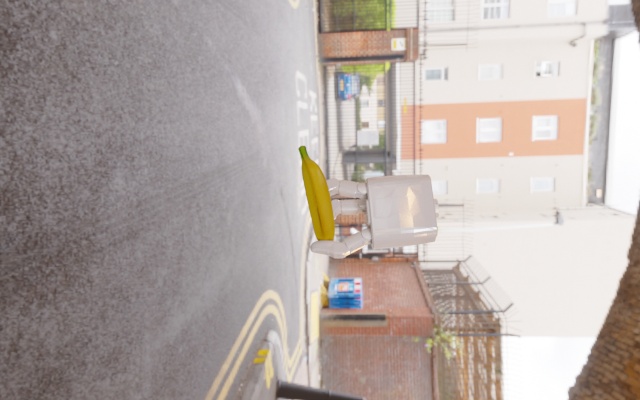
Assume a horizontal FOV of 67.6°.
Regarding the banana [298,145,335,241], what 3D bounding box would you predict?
[{"bbox_3d":[0.001,0.011,0.758,0.037,0.198,0.069,-9,36,3],"label":"banana"}]
